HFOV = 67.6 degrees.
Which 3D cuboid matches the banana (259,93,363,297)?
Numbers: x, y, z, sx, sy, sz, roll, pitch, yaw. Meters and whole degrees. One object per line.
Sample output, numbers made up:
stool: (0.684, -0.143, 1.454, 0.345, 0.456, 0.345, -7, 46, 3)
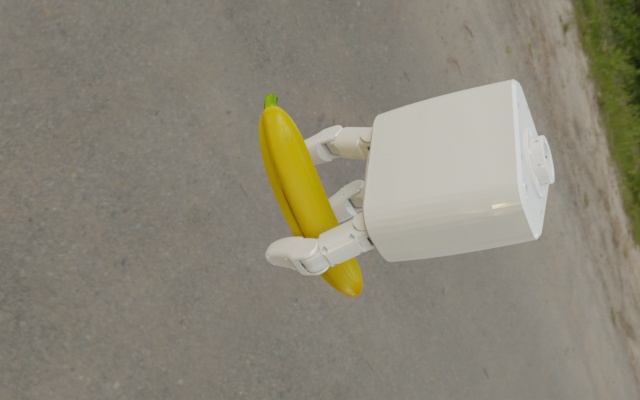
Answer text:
banana: (-0.007, 0.004, 0.399, 0.037, 0.198, 0.069, -18, 10, 22)
